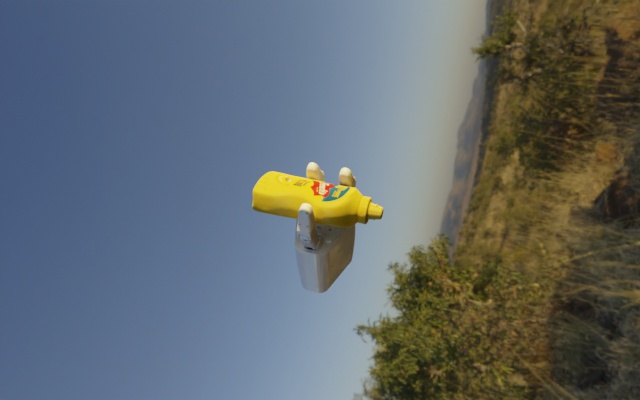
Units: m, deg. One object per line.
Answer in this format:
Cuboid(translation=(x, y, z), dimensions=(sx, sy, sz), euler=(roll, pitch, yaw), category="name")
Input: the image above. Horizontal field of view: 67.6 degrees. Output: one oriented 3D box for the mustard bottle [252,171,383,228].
Cuboid(translation=(0.000, 0.002, 0.727), dimensions=(0.191, 0.058, 0.096), euler=(11, 21, 14), category="mustard bottle")
